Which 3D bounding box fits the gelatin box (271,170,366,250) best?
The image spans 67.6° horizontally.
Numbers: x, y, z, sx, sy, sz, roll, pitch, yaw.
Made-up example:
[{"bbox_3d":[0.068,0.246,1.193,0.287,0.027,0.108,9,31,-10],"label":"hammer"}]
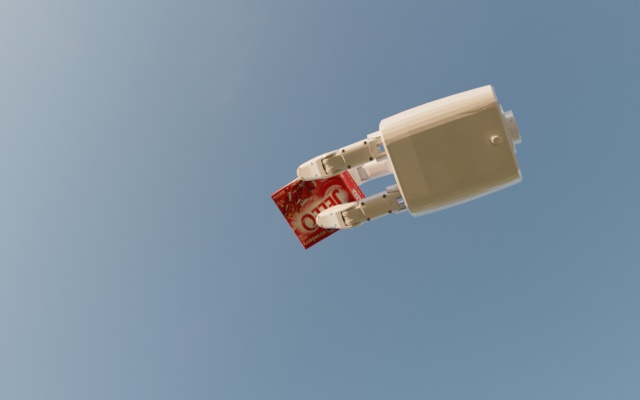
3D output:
[{"bbox_3d":[0.000,0.002,0.526,0.089,0.073,0.030,-32,3,29],"label":"gelatin box"}]
